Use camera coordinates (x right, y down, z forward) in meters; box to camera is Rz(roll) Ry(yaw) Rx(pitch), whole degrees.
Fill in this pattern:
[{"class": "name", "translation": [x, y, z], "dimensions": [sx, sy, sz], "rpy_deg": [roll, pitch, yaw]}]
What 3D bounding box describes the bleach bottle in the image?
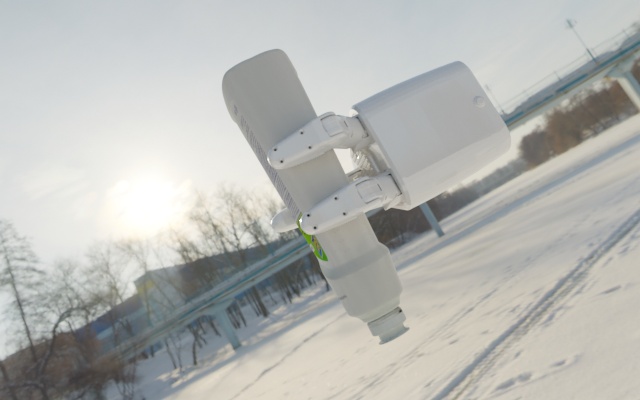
[{"class": "bleach bottle", "translation": [0.000, 0.001, 0.409], "dimensions": [0.068, 0.251, 0.102], "rpy_deg": [-27, -9, -7]}]
